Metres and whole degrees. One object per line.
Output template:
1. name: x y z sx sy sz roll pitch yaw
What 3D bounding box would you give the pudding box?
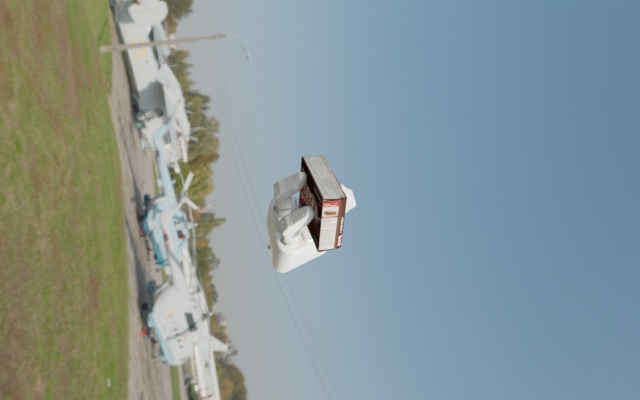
1. pudding box: 0.000 0.002 0.671 0.039 0.090 0.113 -8 37 -17
